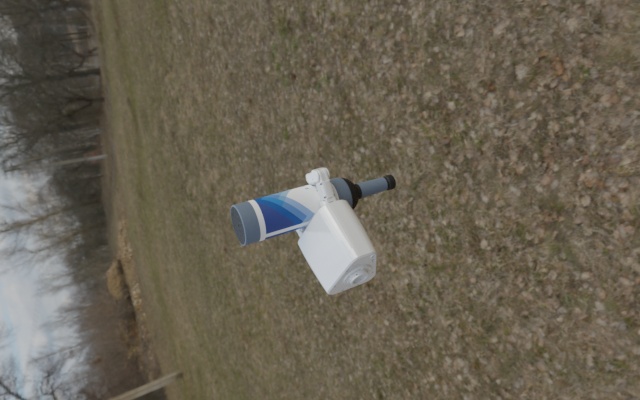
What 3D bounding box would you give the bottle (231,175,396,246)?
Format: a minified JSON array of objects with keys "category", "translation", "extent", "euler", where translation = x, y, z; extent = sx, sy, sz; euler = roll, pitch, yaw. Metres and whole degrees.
[{"category":"bottle","translation":[0.000,0.003,0.805],"extent":[0.295,0.069,0.069],"euler":[-16,7,-24]}]
